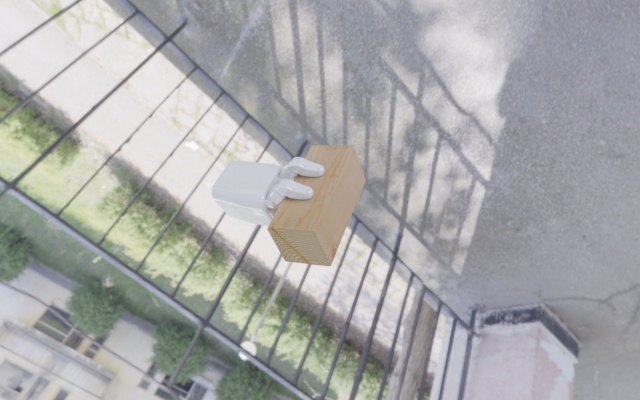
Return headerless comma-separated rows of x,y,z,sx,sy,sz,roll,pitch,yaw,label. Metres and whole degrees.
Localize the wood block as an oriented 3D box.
0.000,0.003,0.832,0.090,0.206,0.091,2,-43,27,wood block
